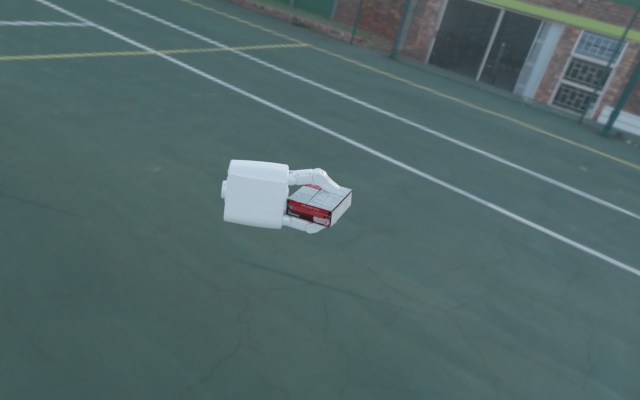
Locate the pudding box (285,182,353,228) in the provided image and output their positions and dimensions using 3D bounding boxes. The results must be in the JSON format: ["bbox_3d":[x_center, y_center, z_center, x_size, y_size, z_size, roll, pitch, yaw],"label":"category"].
[{"bbox_3d":[0.000,0.003,0.886,0.090,0.039,0.113,17,30,18],"label":"pudding box"}]
